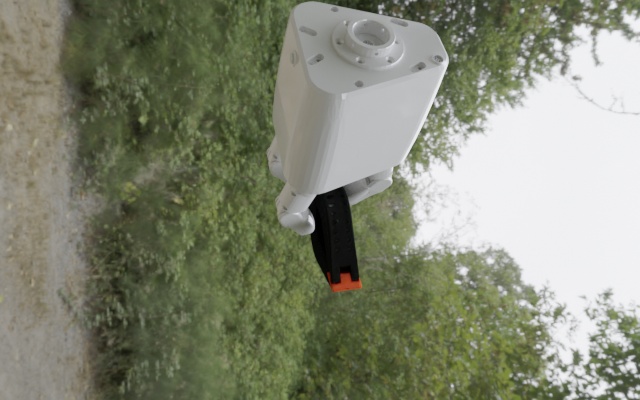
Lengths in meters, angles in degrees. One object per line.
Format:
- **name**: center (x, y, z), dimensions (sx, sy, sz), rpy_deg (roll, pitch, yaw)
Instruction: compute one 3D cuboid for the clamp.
- **clamp**: center (0.001, 0.002, 0.493), dimensions (0.036, 0.209, 0.165), rpy_deg (-6, -30, -12)
